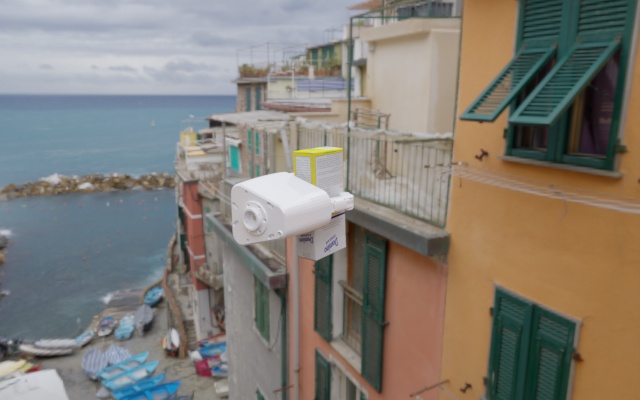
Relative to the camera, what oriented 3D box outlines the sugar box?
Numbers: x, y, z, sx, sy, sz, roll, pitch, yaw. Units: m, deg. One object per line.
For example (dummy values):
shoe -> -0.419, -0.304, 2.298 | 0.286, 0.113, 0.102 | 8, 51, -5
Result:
sugar box -> 0.000, 0.002, 0.794 | 0.048, 0.176, 0.093 | 9, 15, 35
